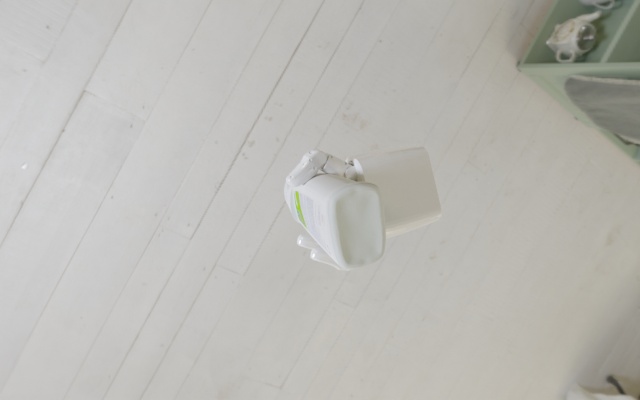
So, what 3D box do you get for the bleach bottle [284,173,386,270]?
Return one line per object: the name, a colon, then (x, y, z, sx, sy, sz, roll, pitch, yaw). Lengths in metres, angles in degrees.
bleach bottle: (0.000, 0.002, 0.638, 0.068, 0.102, 0.250, -14, 19, -17)
